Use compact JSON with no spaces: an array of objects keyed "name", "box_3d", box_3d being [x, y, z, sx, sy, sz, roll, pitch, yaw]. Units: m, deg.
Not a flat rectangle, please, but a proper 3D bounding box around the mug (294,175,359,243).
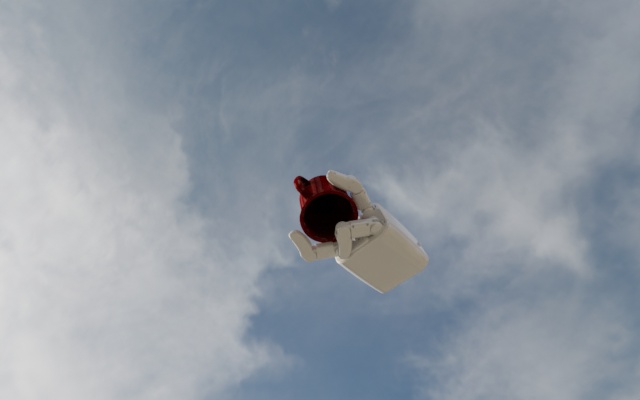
[{"name":"mug","box_3d":[-0.001,0.002,0.776,0.117,0.093,0.081,39,15,-23]}]
